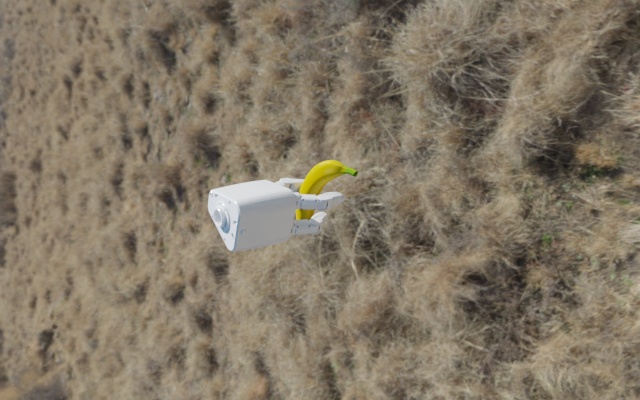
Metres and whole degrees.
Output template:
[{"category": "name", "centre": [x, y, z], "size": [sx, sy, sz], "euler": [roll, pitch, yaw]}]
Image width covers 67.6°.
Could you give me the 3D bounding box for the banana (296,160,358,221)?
[{"category": "banana", "centre": [-0.008, -0.014, 0.872], "size": [0.037, 0.069, 0.198], "euler": [-15, -25, -40]}]
